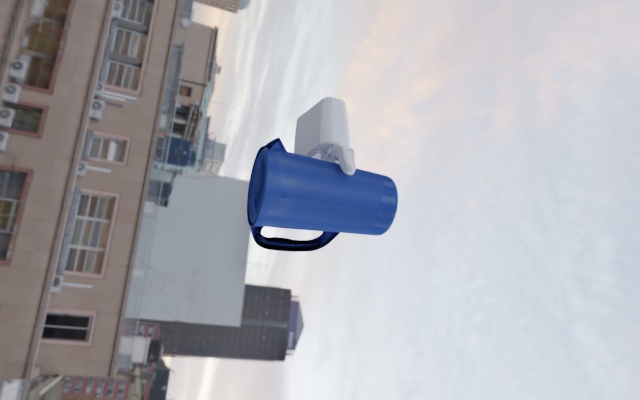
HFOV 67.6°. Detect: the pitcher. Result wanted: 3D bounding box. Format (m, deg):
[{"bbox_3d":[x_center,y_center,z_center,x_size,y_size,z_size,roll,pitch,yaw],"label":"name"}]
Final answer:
[{"bbox_3d":[0.000,0.002,0.811,0.243,0.145,0.149,9,-30,-19],"label":"pitcher"}]
